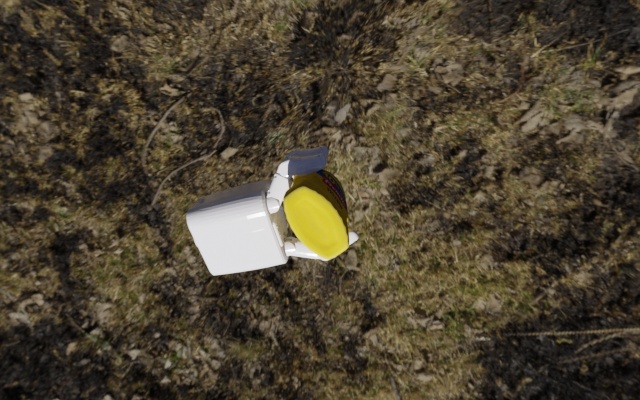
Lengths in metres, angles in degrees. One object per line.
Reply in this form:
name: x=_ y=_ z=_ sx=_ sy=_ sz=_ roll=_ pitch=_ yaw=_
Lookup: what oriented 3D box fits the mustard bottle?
mustard bottle: x=0.000 y=0.002 z=0.638 sx=0.058 sy=0.096 sz=0.191 roll=-35 pitch=11 yaw=12
